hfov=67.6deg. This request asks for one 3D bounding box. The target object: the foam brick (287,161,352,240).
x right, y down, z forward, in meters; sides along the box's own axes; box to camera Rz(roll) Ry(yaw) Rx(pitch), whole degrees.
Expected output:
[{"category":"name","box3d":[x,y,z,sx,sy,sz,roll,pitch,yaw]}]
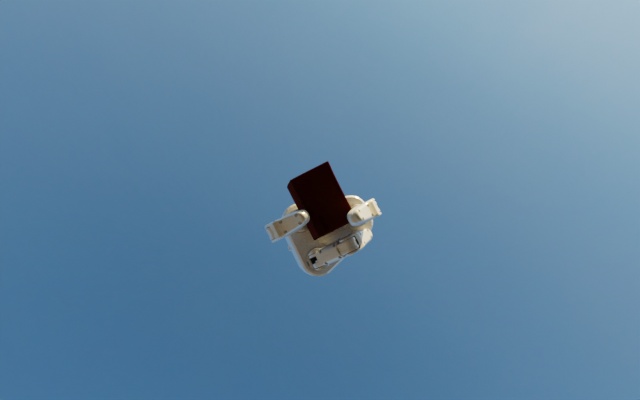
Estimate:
[{"category":"foam brick","box3d":[0.000,0.002,0.577,0.053,0.078,0.051,-26,-3,-10]}]
